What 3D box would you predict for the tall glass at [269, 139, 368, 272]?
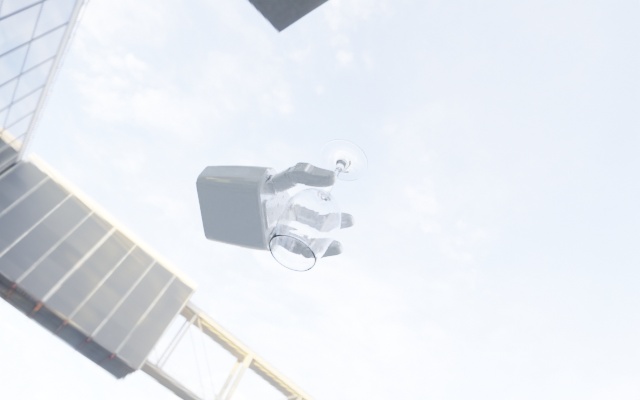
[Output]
[{"bbox_3d":[0.000,0.002,0.640,0.079,0.079,0.201,0,38,26],"label":"tall glass"}]
